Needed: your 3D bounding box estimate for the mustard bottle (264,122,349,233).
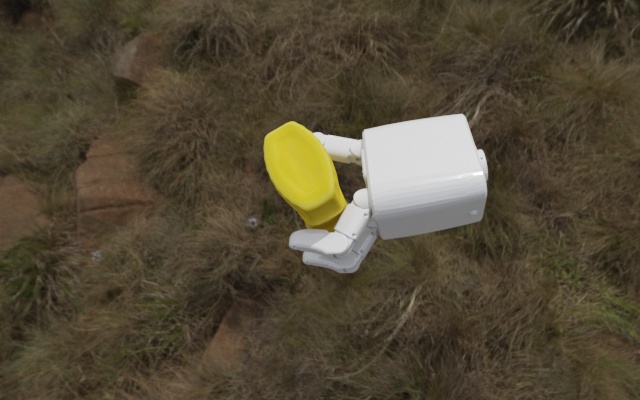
[{"bbox_3d":[0.000,0.002,0.515,0.058,0.096,0.192,-31,-26,0],"label":"mustard bottle"}]
